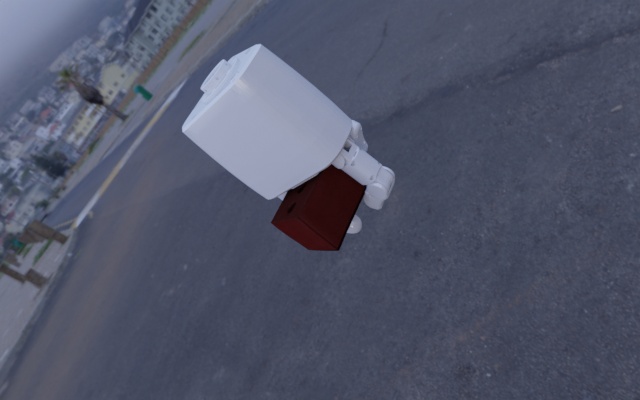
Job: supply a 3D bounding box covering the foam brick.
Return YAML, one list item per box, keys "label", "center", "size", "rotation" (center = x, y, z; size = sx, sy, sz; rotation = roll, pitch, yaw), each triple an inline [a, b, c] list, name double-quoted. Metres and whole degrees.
- label: "foam brick"
  center: [0.000, 0.002, 0.446]
  size: [0.051, 0.078, 0.053]
  rotation: [37, -25, -25]
